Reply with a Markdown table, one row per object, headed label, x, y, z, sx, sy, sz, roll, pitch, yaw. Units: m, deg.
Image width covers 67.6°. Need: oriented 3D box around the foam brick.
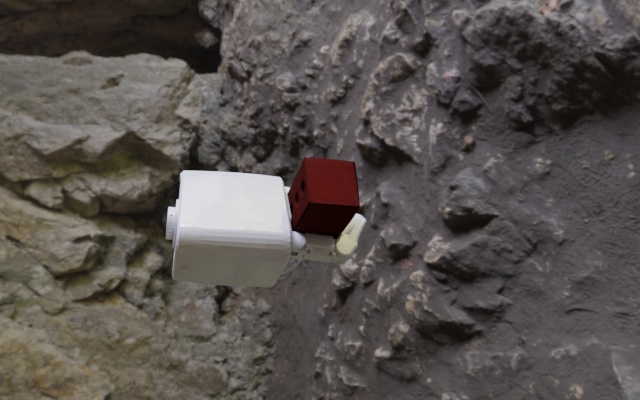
| label | x | y | z | sx | sy | sz | roll | pitch | yaw |
| --- | --- | --- | --- | --- | --- | --- | --- | --- | --- |
| foam brick | 0.000 | 0.001 | 0.473 | 0.051 | 0.053 | 0.078 | 6 | -33 | -17 |
